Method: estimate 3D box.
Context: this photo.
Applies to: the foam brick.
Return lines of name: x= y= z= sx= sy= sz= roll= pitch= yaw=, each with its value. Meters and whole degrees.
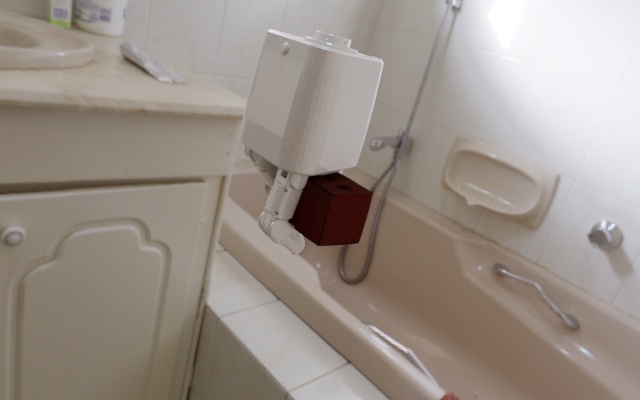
foam brick: x=0.000 y=0.002 z=0.444 sx=0.053 sy=0.051 sz=0.078 roll=-1 pitch=26 yaw=-43
